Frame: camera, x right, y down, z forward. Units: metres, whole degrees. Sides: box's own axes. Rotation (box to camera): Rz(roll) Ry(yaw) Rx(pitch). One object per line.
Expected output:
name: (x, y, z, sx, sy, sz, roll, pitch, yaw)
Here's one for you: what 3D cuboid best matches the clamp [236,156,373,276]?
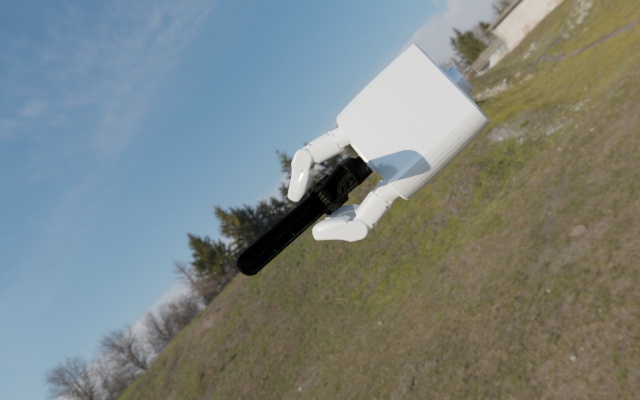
clamp: (0.000, 0.001, 0.516, 0.164, 0.036, 0.210, -41, -1, 19)
